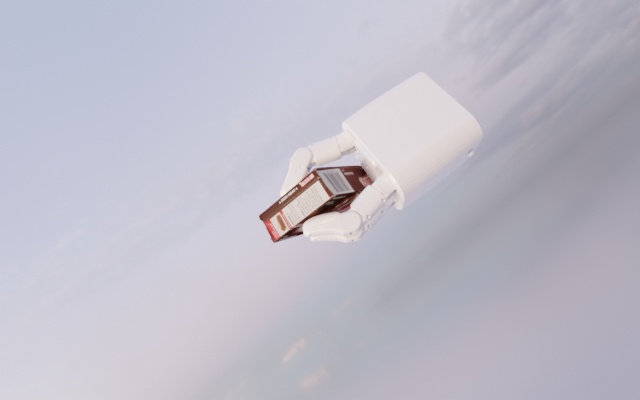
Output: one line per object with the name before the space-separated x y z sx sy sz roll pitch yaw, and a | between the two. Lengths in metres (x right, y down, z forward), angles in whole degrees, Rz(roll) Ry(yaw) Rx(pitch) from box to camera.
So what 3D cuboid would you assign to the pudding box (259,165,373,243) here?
pudding box | 0.000 0.002 0.525 0.090 0.039 0.113 -39 -16 26
